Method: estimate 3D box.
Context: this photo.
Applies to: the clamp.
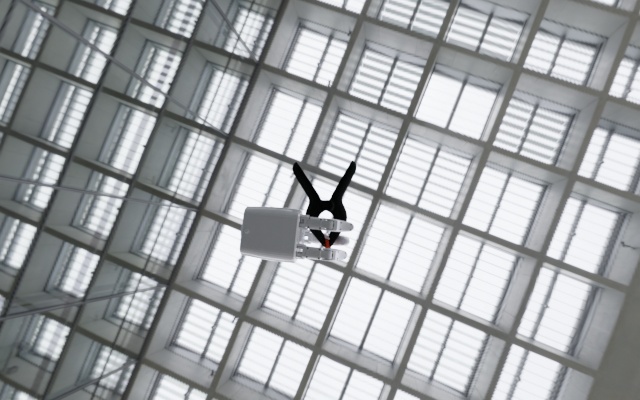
[{"bbox_3d":[0.000,0.003,0.900,0.120,0.171,0.039,6,-4,5],"label":"clamp"}]
